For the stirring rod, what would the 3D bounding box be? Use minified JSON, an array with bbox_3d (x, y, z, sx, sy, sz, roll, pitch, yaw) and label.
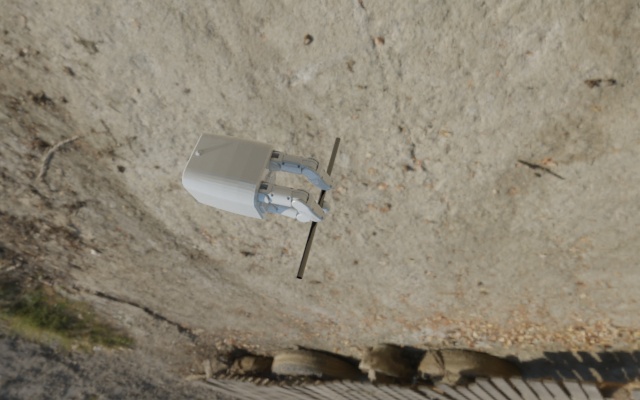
[{"bbox_3d":[0.000,0.002,0.683,0.011,0.239,0.011,11,-32,7],"label":"stirring rod"}]
